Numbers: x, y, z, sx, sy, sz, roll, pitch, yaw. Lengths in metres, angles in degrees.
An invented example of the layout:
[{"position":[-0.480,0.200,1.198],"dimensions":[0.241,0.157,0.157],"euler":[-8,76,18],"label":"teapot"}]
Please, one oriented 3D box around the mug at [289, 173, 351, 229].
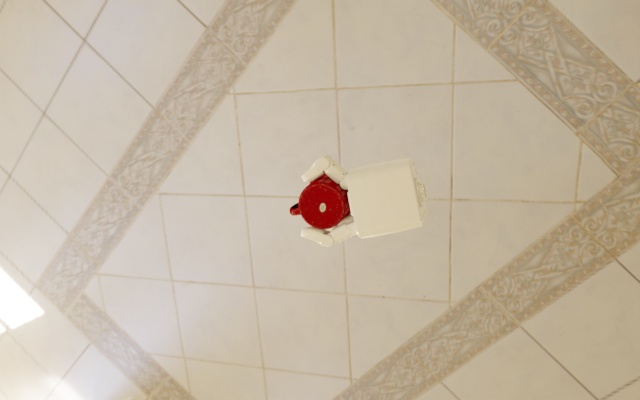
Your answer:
[{"position":[-0.001,0.003,0.822],"dimensions":[0.117,0.093,0.081],"euler":[-13,11,19],"label":"mug"}]
